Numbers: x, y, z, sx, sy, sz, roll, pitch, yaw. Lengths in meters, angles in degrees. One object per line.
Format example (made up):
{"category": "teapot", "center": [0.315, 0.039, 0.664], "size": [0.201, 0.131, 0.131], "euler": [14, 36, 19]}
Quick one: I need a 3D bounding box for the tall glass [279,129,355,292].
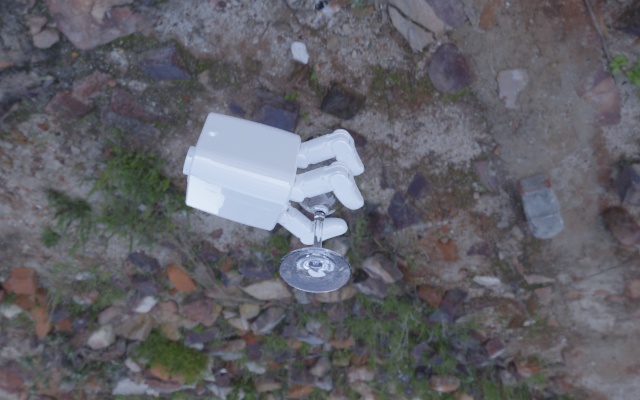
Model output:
{"category": "tall glass", "center": [0.000, 0.002, 0.555], "size": [0.079, 0.200, 0.079], "euler": [3, -45, 3]}
